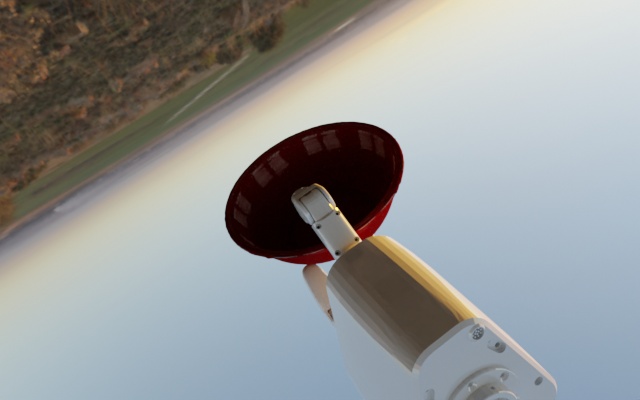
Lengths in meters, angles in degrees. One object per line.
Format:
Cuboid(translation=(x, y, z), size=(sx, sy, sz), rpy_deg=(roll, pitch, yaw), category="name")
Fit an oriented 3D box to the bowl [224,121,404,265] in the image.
Cuboid(translation=(0.000, 0.001, 0.421), size=(0.162, 0.162, 0.055), rpy_deg=(0, -43, 29), category="bowl")
